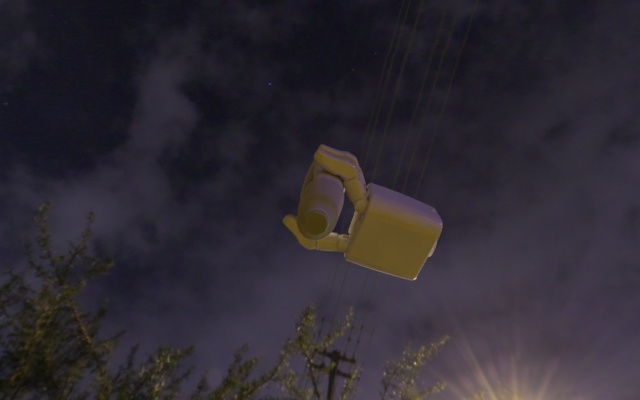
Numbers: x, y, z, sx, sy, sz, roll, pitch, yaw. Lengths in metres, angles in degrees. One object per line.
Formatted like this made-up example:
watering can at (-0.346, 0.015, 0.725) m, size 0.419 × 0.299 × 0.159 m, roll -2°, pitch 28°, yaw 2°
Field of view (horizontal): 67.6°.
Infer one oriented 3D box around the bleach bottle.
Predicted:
bleach bottle at (0.000, 0.002, 0.676) m, size 0.068 × 0.102 × 0.250 m, roll 19°, pitch 16°, yaw -1°
